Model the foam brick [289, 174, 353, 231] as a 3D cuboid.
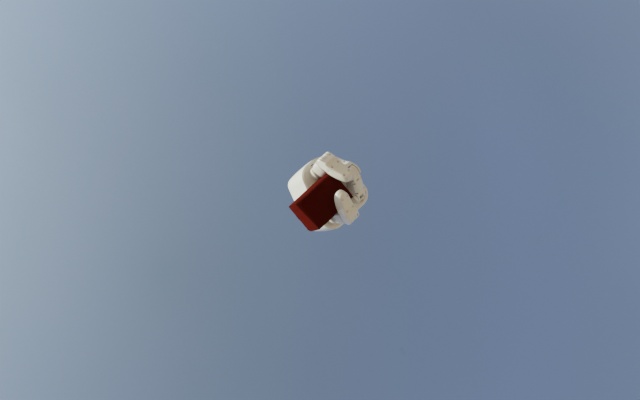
[{"bbox_3d":[0.000,0.002,0.727,0.078,0.053,0.051,-42,8,-19],"label":"foam brick"}]
